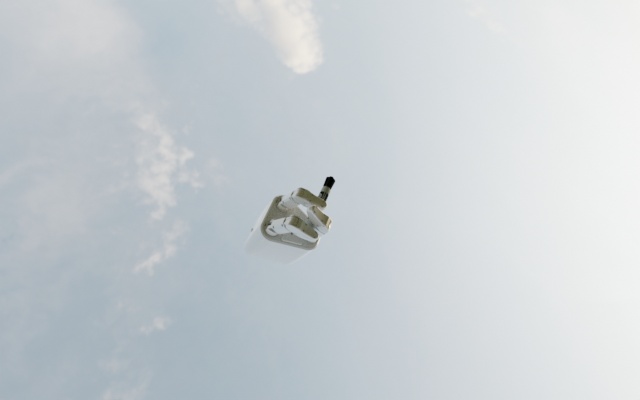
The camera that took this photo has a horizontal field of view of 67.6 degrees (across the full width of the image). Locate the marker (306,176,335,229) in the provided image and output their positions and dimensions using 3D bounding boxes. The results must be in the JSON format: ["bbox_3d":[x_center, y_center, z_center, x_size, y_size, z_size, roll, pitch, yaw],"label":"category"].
[{"bbox_3d":[0.000,0.003,0.854,0.020,0.121,0.020,16,-35,12],"label":"marker"}]
